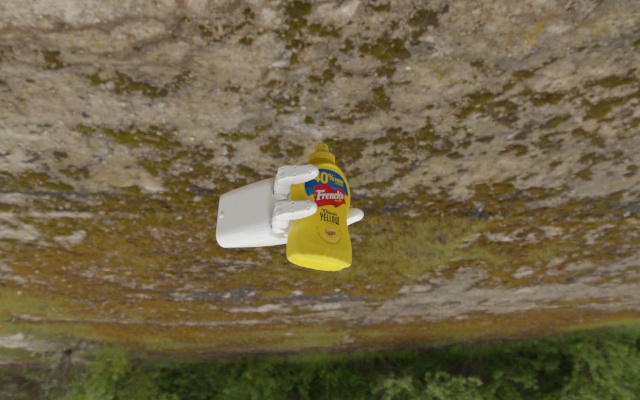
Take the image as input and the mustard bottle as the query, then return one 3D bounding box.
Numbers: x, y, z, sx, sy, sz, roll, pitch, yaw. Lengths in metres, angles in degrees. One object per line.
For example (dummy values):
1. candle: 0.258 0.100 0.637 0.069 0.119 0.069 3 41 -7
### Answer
1. mustard bottle: 0.000 0.002 0.706 0.096 0.191 0.058 15 -28 -30
